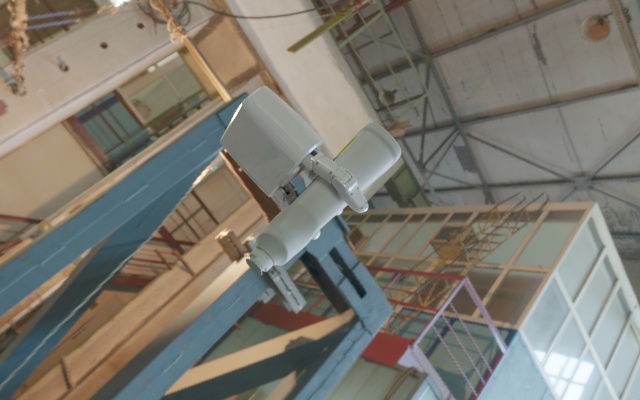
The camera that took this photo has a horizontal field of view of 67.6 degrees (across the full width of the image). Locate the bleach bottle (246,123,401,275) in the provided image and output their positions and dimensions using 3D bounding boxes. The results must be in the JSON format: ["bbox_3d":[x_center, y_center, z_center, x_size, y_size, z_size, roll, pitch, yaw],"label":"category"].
[{"bbox_3d":[0.000,0.002,0.639,0.250,0.068,0.103,-44,-1,-27],"label":"bleach bottle"}]
